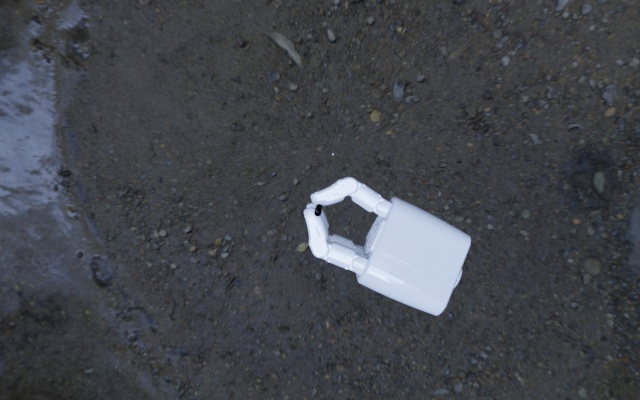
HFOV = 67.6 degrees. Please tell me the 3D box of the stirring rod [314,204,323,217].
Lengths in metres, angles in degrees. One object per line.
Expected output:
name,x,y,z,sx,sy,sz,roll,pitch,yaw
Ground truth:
stirring rod,0.000,0.002,0.643,0.011,0.011,0.239,0,5,2
